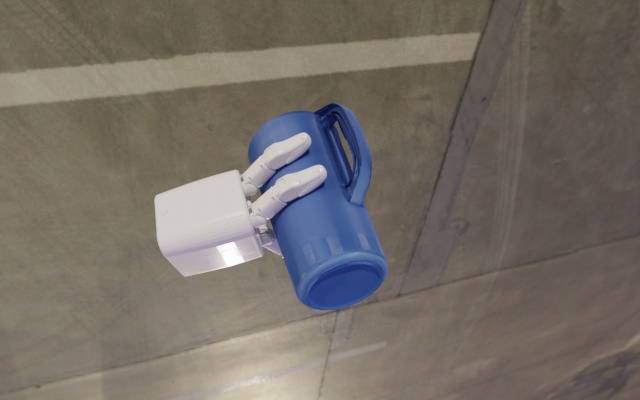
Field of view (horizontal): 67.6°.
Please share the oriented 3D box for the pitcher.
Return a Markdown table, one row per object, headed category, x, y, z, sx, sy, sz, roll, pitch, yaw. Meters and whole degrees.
| category | x | y | z | sx | sy | sz | roll | pitch | yaw |
| --- | --- | --- | --- | --- | --- | --- | --- | --- | --- |
| pitcher | 0.000 | 0.002 | 0.597 | 0.145 | 0.242 | 0.149 | -16 | -40 | -6 |
